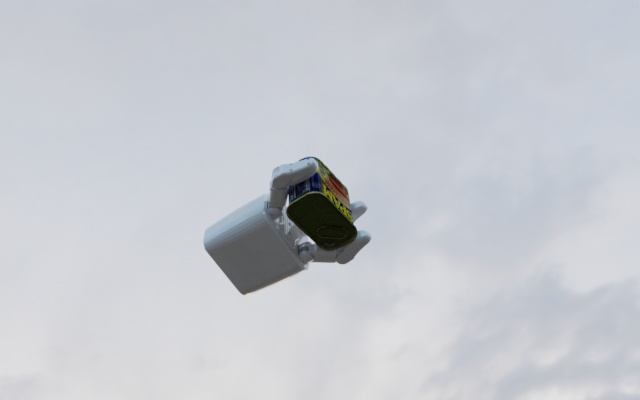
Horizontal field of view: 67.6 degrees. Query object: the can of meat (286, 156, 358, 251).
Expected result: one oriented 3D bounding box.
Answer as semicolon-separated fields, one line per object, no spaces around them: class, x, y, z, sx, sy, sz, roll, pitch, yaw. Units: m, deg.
can of meat;0.000;0.002;0.629;0.057;0.083;0.102;-30;-54;20
